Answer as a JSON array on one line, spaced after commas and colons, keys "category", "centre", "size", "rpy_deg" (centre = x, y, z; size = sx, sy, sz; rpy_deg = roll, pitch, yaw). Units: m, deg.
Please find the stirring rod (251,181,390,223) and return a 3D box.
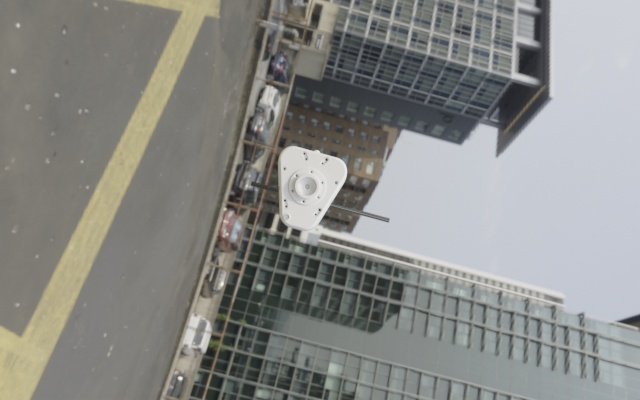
[{"category": "stirring rod", "centre": [0.000, 0.003, 0.805], "size": [0.239, 0.011, 0.011], "rpy_deg": [15, -1, -2]}]
